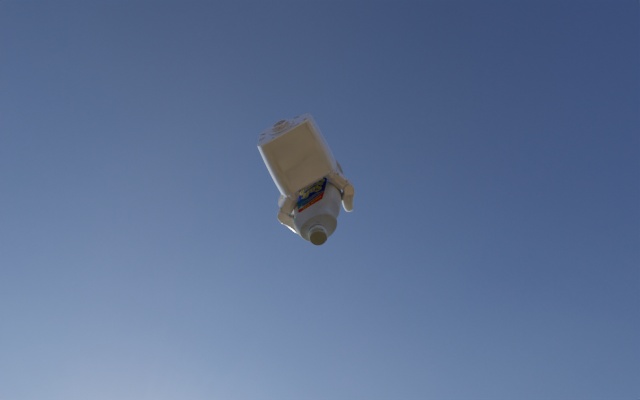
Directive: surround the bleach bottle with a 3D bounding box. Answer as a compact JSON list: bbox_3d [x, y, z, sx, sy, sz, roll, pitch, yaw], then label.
[{"bbox_3d":[0.000,0.003,0.890,0.102,0.068,0.250,-23,25,9],"label":"bleach bottle"}]
